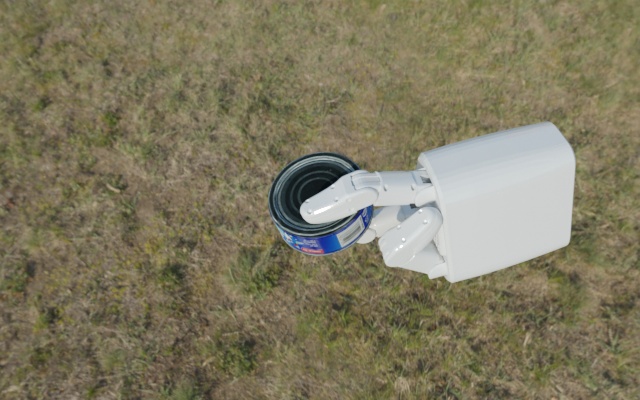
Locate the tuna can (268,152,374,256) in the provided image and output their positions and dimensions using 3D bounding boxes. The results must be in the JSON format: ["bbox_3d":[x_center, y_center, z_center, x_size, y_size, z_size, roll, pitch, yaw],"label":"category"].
[{"bbox_3d":[0.000,0.001,0.402,0.086,0.086,0.034,0,-33,16],"label":"tuna can"}]
